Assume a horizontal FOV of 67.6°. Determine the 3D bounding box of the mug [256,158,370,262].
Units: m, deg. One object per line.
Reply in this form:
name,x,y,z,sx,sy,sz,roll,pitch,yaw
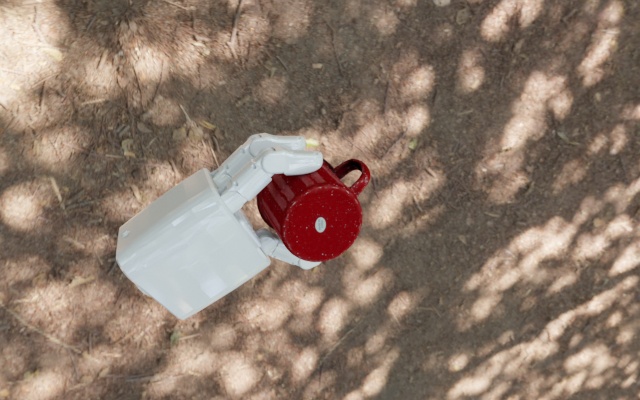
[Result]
mug,0.001,0.001,0.473,0.117,0.093,0.081,-35,29,-3
